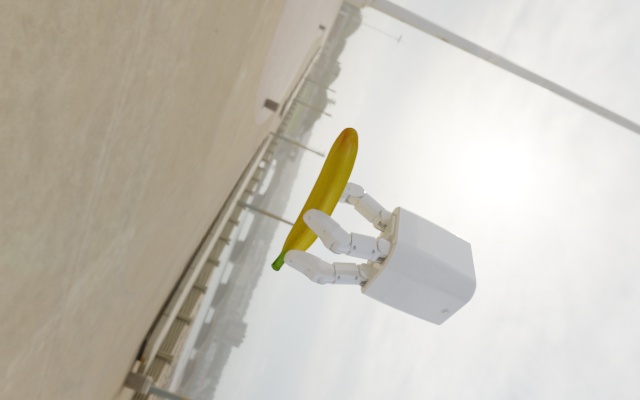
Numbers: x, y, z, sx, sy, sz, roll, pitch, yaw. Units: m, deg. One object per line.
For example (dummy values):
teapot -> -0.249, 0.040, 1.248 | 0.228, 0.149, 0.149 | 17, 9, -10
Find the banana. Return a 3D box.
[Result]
banana -> 0.002, -0.001, 0.566 | 0.037, 0.198, 0.069 | 28, 22, 2
